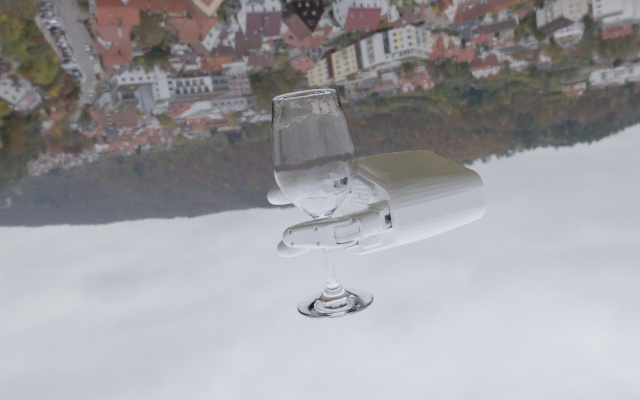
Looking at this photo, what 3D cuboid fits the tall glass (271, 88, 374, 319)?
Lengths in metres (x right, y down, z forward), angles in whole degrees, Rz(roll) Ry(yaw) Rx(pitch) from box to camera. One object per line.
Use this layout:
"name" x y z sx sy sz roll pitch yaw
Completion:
"tall glass" 0.000 0.002 0.445 0.079 0.201 0.079 -9 9 1
